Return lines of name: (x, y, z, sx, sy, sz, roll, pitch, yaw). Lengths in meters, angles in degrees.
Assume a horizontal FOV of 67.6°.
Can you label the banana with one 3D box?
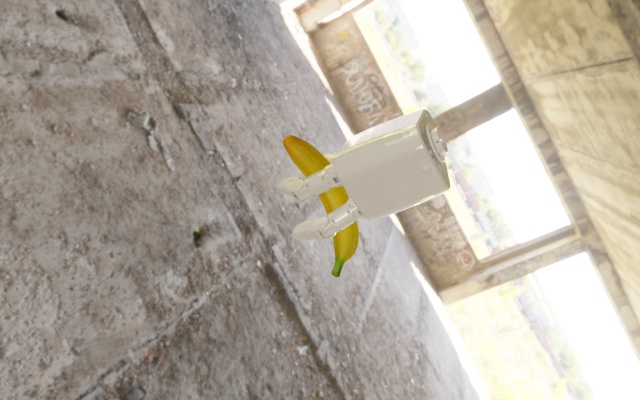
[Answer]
banana: (0.010, -0.001, 0.636, 0.037, 0.198, 0.069, -15, 12, 34)
